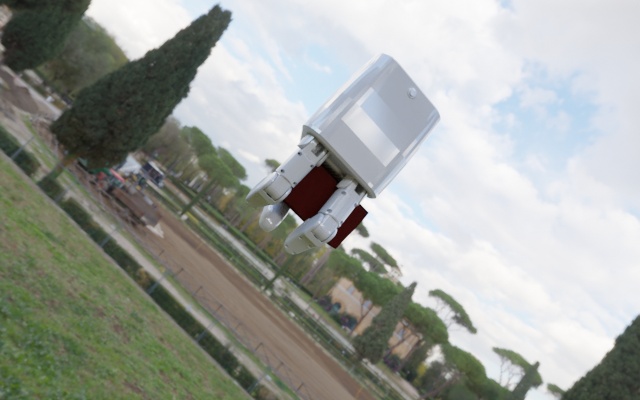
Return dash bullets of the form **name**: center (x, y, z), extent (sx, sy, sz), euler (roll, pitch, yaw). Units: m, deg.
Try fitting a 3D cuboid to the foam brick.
- **foam brick**: center (0.000, 0.002, 0.482), extent (0.078, 0.051, 0.053), euler (45, -6, -17)
